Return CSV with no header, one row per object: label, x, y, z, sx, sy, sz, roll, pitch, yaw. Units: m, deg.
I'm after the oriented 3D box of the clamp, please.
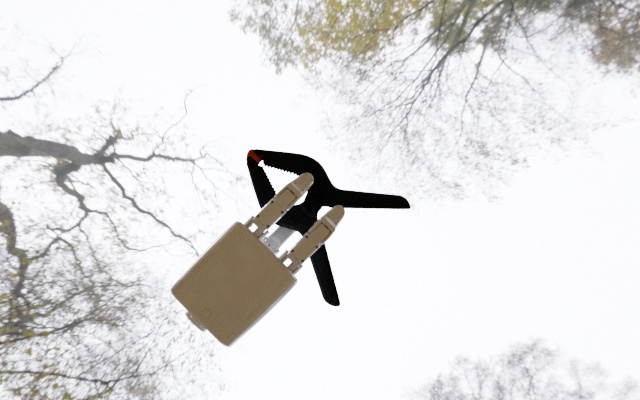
clamp,-0.001,0.002,0.591,0.164,0.210,0.036,-45,3,-13
